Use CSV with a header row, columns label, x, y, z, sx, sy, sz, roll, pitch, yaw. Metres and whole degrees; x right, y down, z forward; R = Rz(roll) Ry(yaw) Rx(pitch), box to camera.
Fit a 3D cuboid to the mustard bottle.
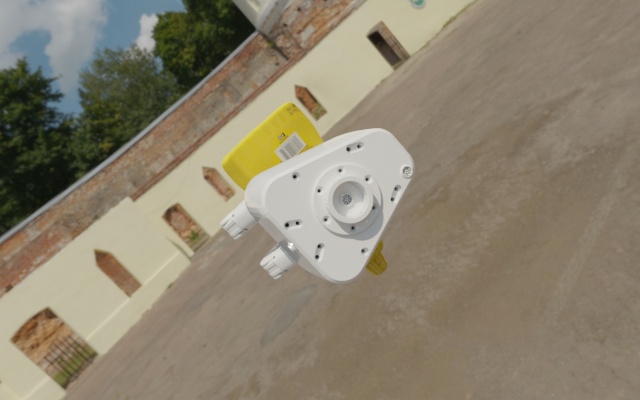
label,x,y,z,sx,sy,sz,roll,pitch,yaw
mustard bottle,0.000,0.001,0.476,0.096,0.191,0.058,-49,12,-33
